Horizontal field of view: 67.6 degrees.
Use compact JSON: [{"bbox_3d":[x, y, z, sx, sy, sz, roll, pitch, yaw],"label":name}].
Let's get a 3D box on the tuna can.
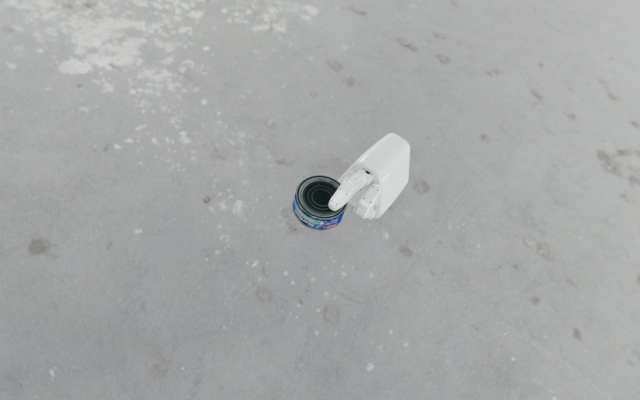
[{"bbox_3d":[0.000,0.002,0.753,0.086,0.086,0.034,0,-33,-11],"label":"tuna can"}]
